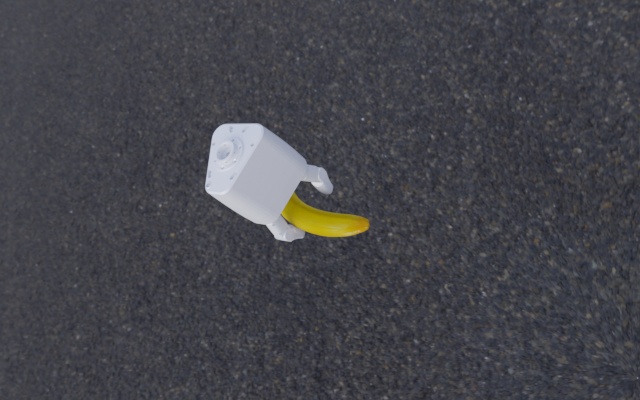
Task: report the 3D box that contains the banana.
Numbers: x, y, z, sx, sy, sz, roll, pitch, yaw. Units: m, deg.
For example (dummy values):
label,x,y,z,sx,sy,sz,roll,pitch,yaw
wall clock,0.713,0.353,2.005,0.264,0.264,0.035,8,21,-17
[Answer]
label,x,y,z,sx,sy,sz,roll,pitch,yaw
banana,-0.013,0.016,0.738,0.197,0.069,0.037,33,-8,40
